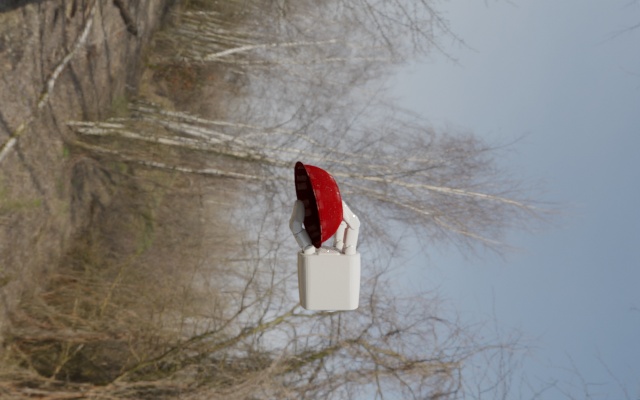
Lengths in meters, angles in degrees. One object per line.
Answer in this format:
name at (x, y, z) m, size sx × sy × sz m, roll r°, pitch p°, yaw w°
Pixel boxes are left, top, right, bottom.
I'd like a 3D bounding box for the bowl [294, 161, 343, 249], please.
bowl at (0.000, 0.001, 0.860) m, size 0.055 × 0.162 × 0.162 m, roll -13°, pitch 3°, yaw -13°
